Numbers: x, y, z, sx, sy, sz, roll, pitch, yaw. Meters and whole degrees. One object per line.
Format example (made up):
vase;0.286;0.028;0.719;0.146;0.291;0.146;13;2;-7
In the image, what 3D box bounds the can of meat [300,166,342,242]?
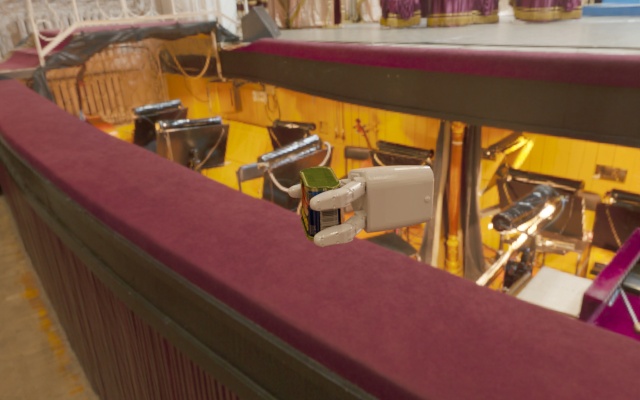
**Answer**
can of meat;0.000;0.002;0.721;0.057;0.084;0.102;-6;22;-8
